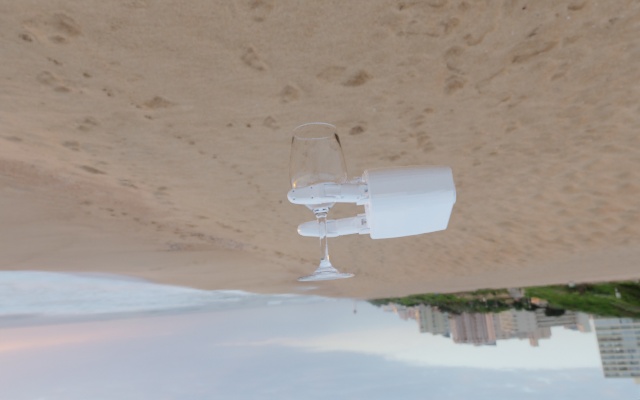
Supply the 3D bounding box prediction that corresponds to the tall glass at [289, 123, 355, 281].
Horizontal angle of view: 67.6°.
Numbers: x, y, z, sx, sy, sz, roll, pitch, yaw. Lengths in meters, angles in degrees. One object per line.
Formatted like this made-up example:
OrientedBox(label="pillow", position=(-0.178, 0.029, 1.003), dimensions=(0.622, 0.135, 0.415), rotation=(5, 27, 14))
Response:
OrientedBox(label="tall glass", position=(0.000, 0.003, 0.632), dimensions=(0.079, 0.201, 0.079), rotation=(-5, -12, -1))
